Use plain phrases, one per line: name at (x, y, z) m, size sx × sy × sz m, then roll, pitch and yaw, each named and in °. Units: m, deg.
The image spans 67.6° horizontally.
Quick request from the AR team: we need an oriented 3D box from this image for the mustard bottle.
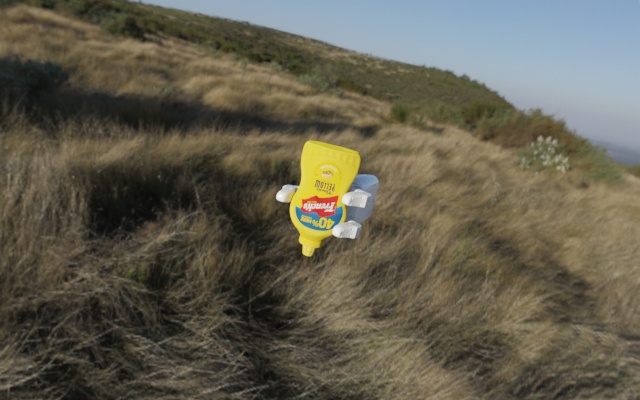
mustard bottle at (0.000, 0.002, 0.800) m, size 0.096 × 0.192 × 0.058 m, roll 13°, pitch 14°, yaw -2°
